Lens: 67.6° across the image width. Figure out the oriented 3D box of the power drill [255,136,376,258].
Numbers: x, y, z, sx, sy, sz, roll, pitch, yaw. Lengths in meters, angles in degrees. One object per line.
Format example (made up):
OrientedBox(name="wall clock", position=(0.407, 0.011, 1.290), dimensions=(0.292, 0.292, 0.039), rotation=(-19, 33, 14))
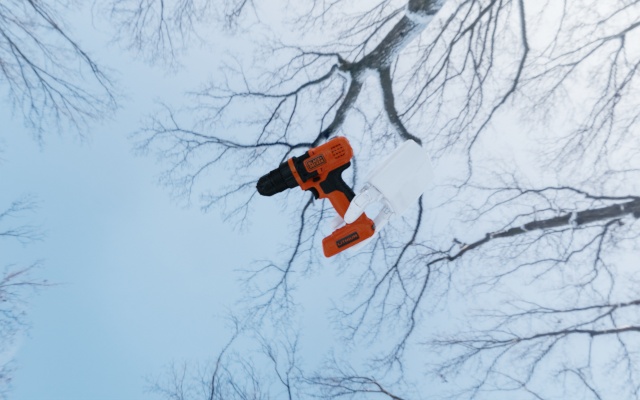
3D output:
OrientedBox(name="power drill", position=(0.001, 0.003, 0.846), dimensions=(0.184, 0.187, 0.057), rotation=(-26, 7, 8))
